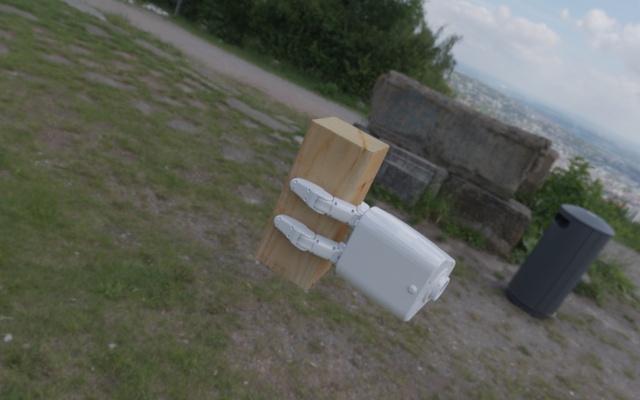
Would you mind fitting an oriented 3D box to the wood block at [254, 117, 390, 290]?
[{"bbox_3d":[0.001,0.002,0.643,0.090,0.206,0.091,30,21,13],"label":"wood block"}]
